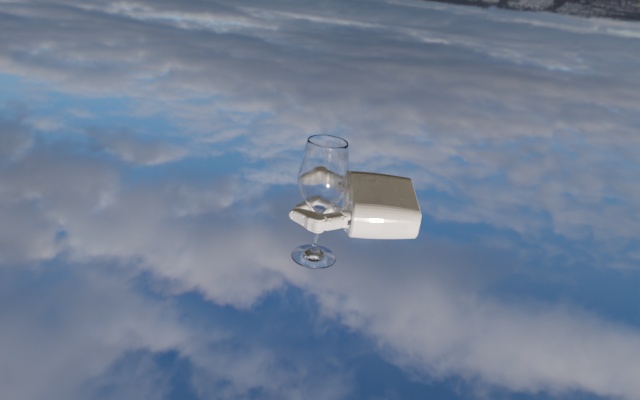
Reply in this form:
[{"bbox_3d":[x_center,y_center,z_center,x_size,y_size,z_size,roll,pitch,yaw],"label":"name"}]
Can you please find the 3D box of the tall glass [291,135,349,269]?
[{"bbox_3d":[0.000,0.003,0.744,0.079,0.201,0.079,6,25,-3],"label":"tall glass"}]
